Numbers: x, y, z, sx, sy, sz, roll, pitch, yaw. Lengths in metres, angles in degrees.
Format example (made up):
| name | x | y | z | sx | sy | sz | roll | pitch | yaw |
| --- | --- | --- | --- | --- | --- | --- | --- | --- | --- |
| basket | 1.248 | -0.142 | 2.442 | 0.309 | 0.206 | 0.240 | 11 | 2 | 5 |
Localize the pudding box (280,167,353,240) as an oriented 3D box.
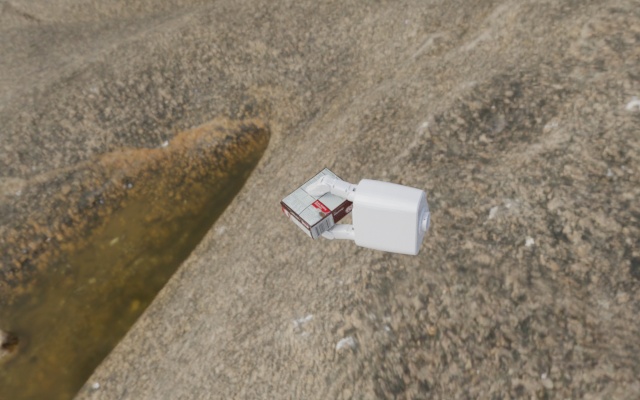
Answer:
| name | x | y | z | sx | sy | sz | roll | pitch | yaw |
| --- | --- | --- | --- | --- | --- | --- | --- | --- | --- |
| pudding box | 0.000 | 0.003 | 0.838 | 0.113 | 0.039 | 0.090 | -36 | 52 | -20 |
